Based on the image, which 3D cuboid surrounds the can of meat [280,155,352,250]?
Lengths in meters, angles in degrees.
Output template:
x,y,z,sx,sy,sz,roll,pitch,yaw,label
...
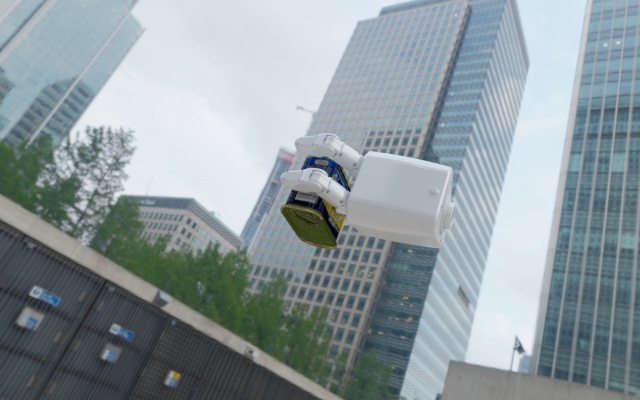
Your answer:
x,y,z,sx,sy,sz,roll,pitch,yaw,label
0.000,0.002,0.621,0.057,0.084,0.102,10,-28,25,can of meat
